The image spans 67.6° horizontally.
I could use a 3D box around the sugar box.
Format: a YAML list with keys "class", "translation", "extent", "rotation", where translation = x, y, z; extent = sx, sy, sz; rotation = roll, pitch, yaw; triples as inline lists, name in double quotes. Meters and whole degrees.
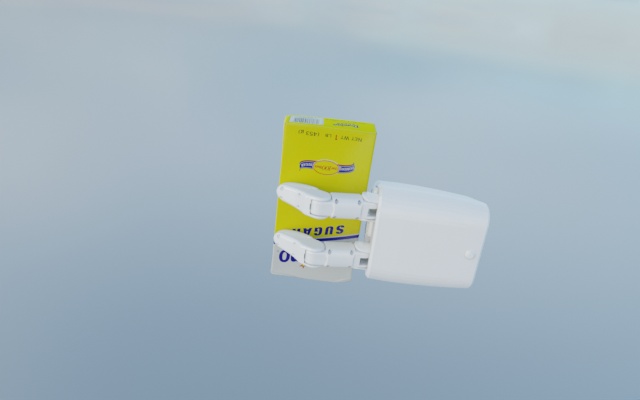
- class: "sugar box"
  translation: [0.000, 0.002, 0.509]
  extent: [0.093, 0.176, 0.048]
  rotation: [6, 22, 0]
